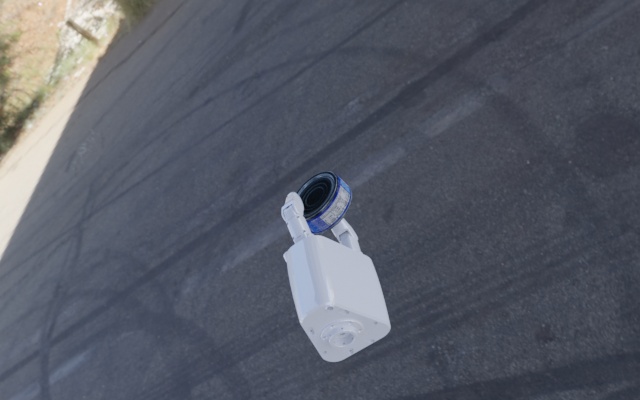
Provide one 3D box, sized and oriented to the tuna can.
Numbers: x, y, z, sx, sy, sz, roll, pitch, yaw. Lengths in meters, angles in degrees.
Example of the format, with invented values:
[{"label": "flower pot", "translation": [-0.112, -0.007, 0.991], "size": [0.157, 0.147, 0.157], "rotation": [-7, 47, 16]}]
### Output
[{"label": "tuna can", "translation": [0.000, 0.002, 0.654], "size": [0.086, 0.086, 0.034], "rotation": [0, -35, 50]}]
